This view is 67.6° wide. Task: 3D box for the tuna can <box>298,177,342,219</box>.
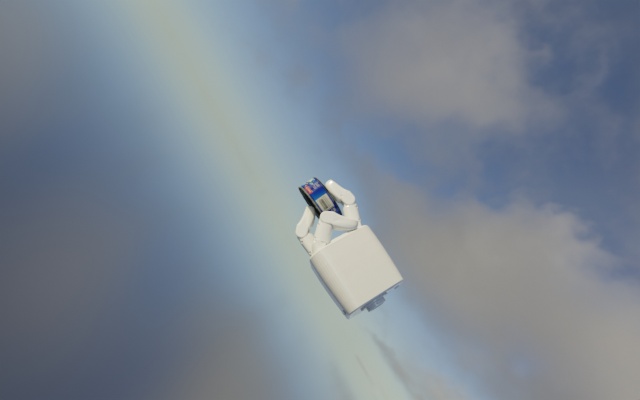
[{"bbox_3d":[0.001,0.002,0.817,0.034,0.086,0.086,-35,5,-7],"label":"tuna can"}]
